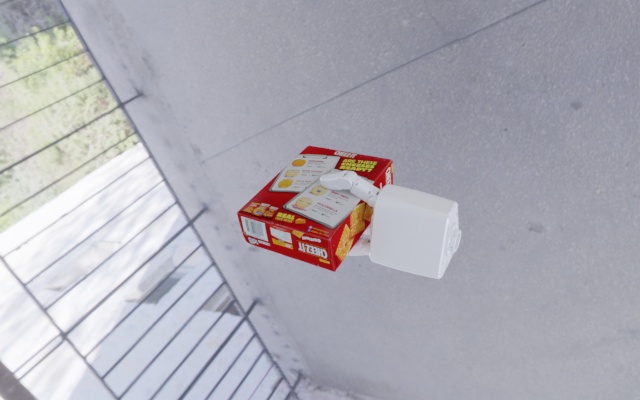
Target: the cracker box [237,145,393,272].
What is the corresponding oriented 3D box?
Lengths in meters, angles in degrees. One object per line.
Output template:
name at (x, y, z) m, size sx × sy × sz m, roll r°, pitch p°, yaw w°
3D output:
cracker box at (0.000, 0.002, 0.758) m, size 0.164 × 0.072 × 0.213 m, roll 13°, pitch 41°, yaw 28°
